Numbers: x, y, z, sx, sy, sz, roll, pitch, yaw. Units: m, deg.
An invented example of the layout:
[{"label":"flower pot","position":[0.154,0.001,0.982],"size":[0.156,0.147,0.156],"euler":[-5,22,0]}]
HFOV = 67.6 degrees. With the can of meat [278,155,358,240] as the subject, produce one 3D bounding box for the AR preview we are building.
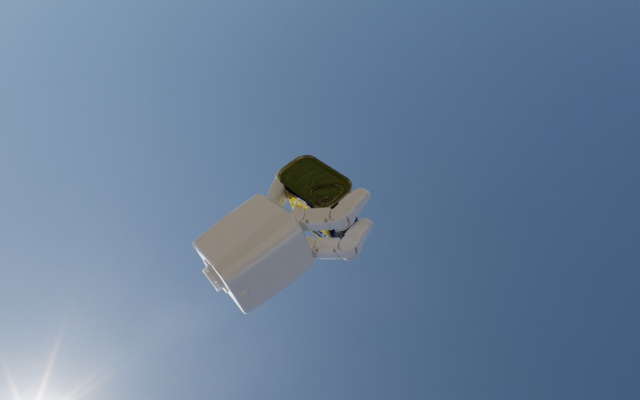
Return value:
[{"label":"can of meat","position":[0.000,0.002,0.619],"size":[0.057,0.084,0.102],"euler":[-38,49,-20]}]
